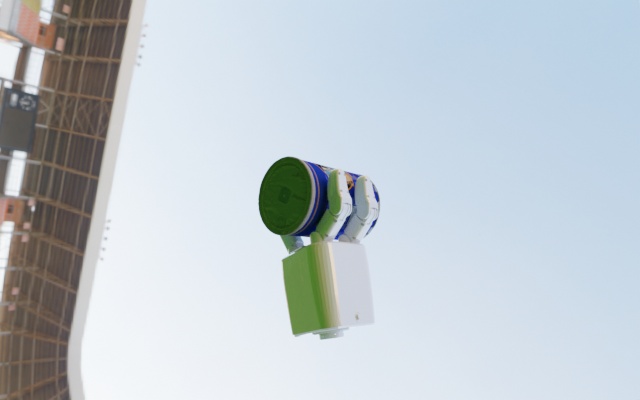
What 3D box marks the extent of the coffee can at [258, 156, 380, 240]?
[{"bbox_3d":[0.000,0.002,0.660,0.103,0.103,0.140,0,-7,44],"label":"coffee can"}]
